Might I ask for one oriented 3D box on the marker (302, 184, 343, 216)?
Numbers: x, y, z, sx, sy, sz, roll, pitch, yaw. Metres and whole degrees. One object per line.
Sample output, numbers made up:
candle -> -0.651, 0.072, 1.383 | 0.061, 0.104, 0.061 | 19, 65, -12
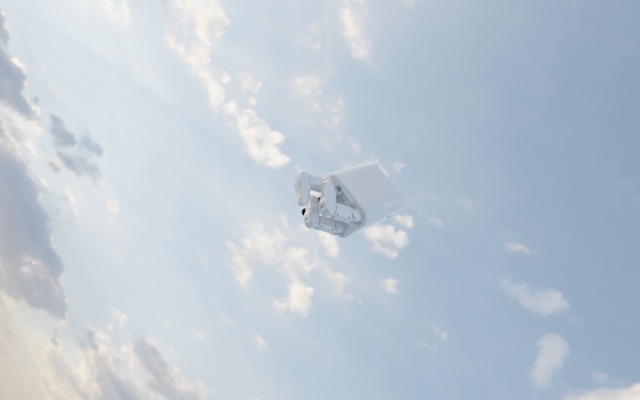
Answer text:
marker -> 0.000, 0.003, 0.843 | 0.020, 0.020, 0.121 | 0, -22, -32
